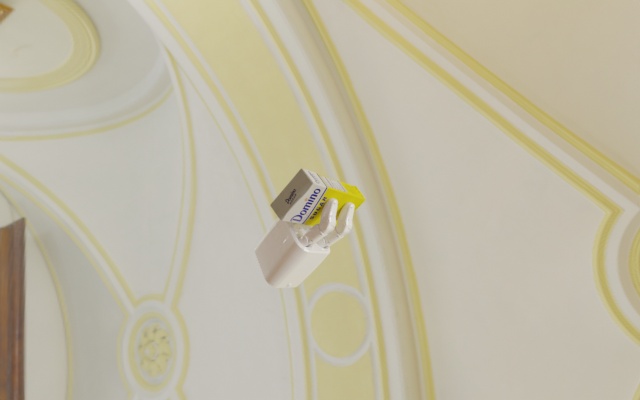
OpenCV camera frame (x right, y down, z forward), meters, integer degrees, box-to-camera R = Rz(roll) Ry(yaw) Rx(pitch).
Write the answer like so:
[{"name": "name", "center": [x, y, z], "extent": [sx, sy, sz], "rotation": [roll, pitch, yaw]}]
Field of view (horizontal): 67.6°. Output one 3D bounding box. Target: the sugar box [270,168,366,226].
[{"name": "sugar box", "center": [0.000, 0.003, 0.874], "extent": [0.176, 0.093, 0.048], "rotation": [11, 36, -55]}]
